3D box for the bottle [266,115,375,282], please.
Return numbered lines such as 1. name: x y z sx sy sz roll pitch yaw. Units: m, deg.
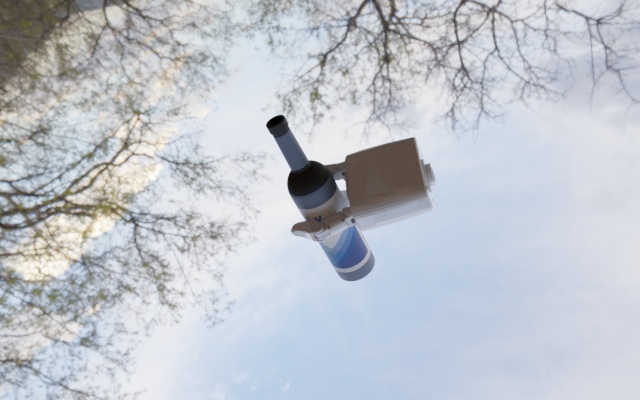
1. bottle: 0.000 0.002 0.696 0.069 0.296 0.069 -18 37 15
